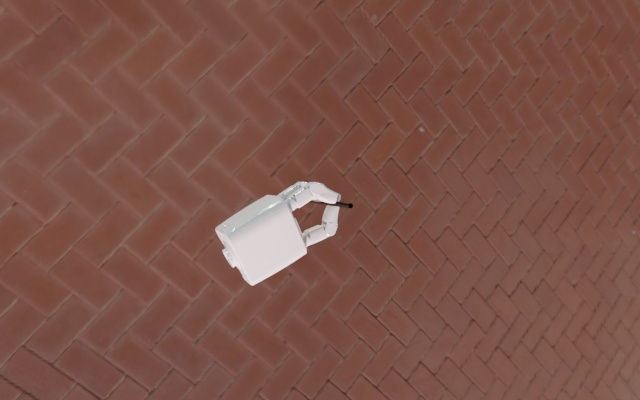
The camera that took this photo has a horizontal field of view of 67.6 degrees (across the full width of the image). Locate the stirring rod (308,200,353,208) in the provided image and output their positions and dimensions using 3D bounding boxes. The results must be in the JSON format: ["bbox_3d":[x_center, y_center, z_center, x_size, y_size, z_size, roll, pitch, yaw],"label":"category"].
[{"bbox_3d":[0.000,0.003,0.841,0.011,0.011,0.239,0,3,-23],"label":"stirring rod"}]
